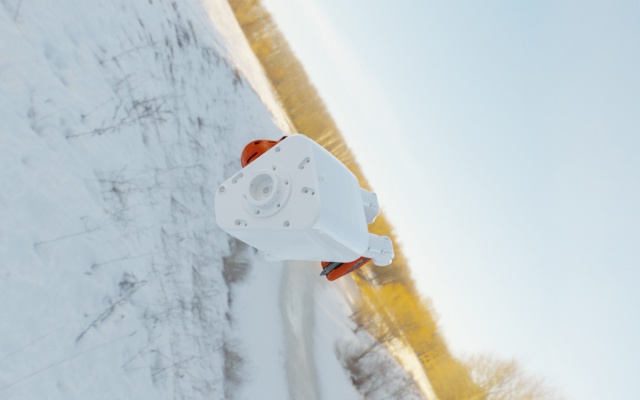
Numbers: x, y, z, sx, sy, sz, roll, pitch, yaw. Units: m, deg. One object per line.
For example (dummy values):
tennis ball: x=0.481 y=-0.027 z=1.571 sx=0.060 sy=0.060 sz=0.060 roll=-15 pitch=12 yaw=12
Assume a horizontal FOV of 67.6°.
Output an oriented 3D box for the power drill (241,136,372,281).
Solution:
power drill: x=0.000 y=0.002 z=0.600 sx=0.057 sy=0.187 sz=0.184 roll=-42 pitch=-13 yaw=23
